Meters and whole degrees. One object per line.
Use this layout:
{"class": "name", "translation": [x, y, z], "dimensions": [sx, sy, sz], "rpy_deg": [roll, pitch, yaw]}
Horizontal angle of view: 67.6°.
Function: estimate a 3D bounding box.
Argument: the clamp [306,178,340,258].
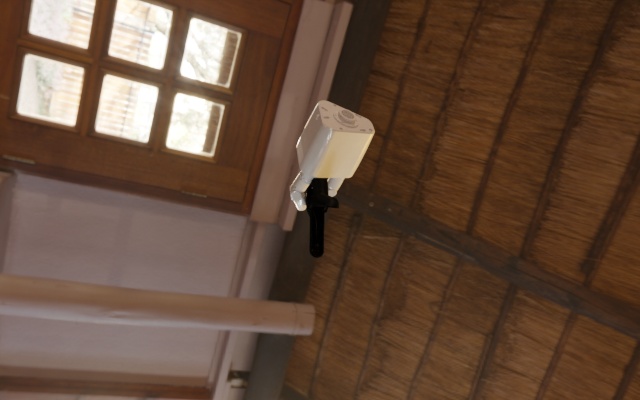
{"class": "clamp", "translation": [0.001, 0.003, 0.848], "dimensions": [0.039, 0.120, 0.171], "rpy_deg": [11, 41, -20]}
